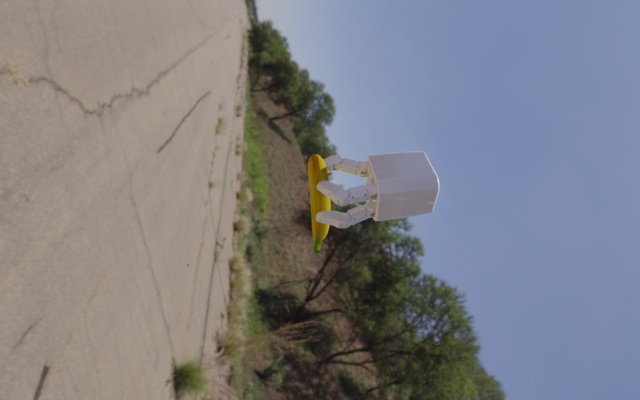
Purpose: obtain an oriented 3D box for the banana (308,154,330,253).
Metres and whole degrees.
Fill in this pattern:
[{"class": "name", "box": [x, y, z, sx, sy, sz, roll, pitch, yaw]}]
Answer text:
[{"class": "banana", "box": [-0.001, -0.004, 0.862, 0.037, 0.198, 0.069, -4, 30, -1]}]
